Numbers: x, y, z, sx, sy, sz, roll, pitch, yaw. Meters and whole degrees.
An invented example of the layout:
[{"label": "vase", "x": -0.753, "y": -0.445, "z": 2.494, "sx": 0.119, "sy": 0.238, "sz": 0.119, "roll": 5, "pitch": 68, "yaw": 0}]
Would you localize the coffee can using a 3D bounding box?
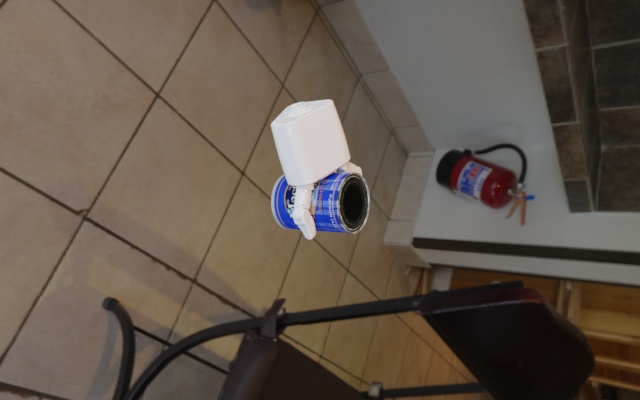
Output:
[{"label": "coffee can", "x": 0.000, "y": 0.003, "z": 0.829, "sx": 0.140, "sy": 0.103, "sz": 0.103, "roll": 2, "pitch": 1, "yaw": 35}]
